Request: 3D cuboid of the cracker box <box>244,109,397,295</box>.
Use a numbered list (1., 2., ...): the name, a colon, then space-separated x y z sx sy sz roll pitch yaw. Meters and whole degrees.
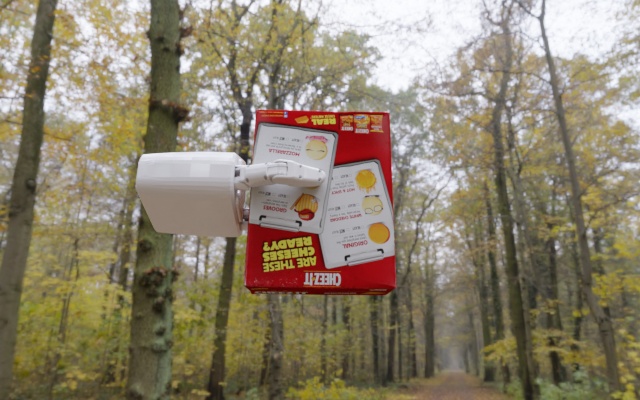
1. cracker box: 0.000 0.002 0.565 0.164 0.213 0.072 1 -19 -1
